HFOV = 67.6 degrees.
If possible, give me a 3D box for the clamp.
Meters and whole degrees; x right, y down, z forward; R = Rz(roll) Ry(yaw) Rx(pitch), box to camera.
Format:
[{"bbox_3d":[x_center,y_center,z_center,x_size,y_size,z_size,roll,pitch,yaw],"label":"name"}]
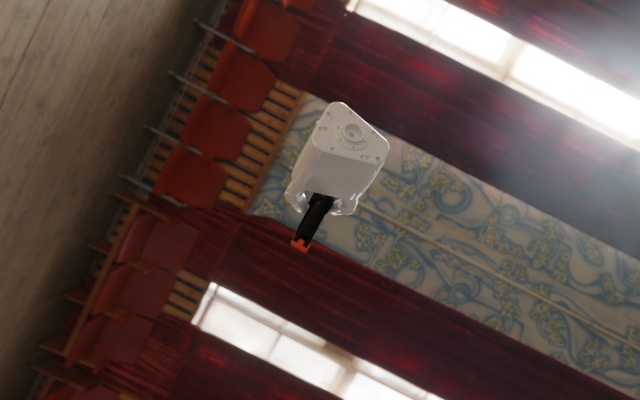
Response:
[{"bbox_3d":[0.001,0.003,0.800,0.036,0.210,0.165,29,-31,-3],"label":"clamp"}]
